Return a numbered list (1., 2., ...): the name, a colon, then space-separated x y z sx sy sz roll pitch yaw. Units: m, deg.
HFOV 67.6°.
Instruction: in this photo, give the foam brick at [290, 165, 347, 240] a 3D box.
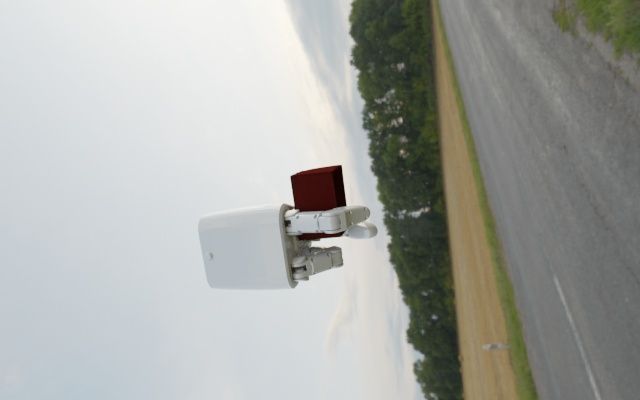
1. foam brick: 0.000 0.002 0.558 0.051 0.078 0.053 -5 10 16
